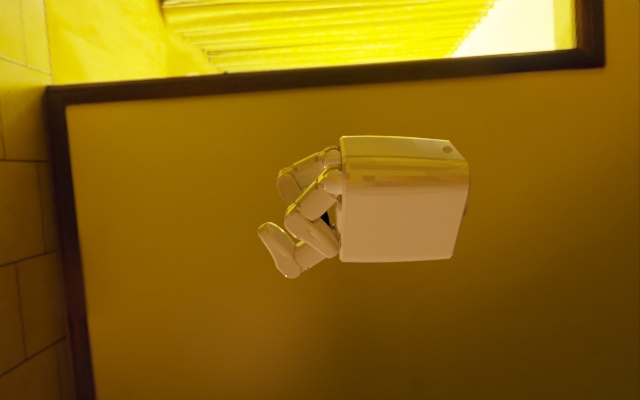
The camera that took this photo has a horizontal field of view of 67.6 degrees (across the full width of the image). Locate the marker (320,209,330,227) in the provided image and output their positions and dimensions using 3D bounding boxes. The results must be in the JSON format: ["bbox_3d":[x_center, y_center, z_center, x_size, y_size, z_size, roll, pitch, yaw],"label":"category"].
[{"bbox_3d":[0.000,0.002,0.500,0.020,0.020,0.121,0,24,0],"label":"marker"}]
